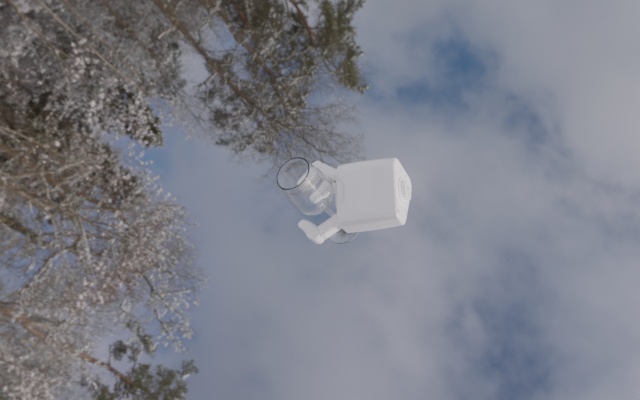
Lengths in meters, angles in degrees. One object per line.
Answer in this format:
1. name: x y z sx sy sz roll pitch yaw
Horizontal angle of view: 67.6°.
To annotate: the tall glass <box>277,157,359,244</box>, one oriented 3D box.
1. tall glass: 0.000 0.003 0.846 0.079 0.079 0.201 0 -28 31
